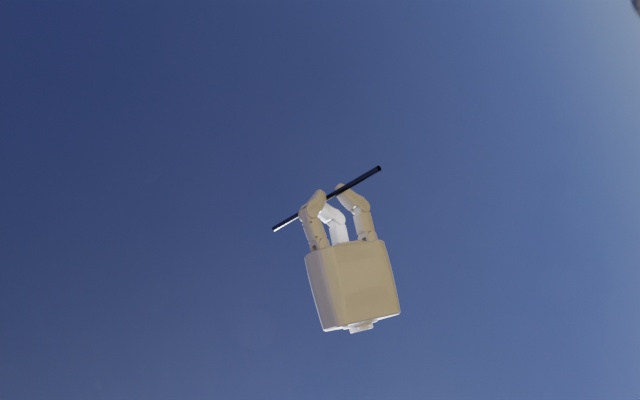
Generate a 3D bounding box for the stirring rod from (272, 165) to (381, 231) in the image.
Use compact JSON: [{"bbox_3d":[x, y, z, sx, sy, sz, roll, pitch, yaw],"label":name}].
[{"bbox_3d":[0.000,0.002,0.706,0.011,0.011,0.239,0,-22,-43],"label":"stirring rod"}]
